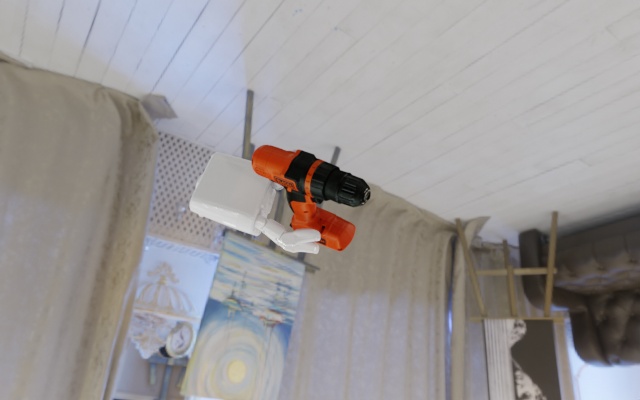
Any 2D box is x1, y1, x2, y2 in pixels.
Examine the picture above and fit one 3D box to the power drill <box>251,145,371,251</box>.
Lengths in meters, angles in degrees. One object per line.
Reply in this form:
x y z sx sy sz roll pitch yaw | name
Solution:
0.000 0.003 0.709 0.184 0.057 0.188 23 -26 27 | power drill
